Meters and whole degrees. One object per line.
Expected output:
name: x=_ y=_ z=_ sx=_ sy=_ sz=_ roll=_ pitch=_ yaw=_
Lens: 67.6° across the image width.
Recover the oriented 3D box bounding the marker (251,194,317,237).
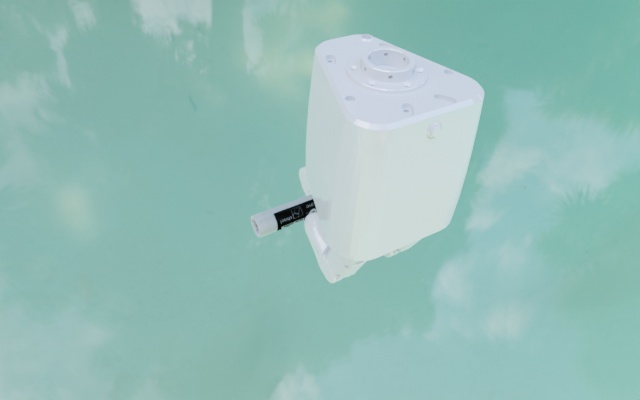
marker: x=0.000 y=0.001 z=0.403 sx=0.121 sy=0.020 sz=0.020 roll=-21 pitch=8 yaw=-23
